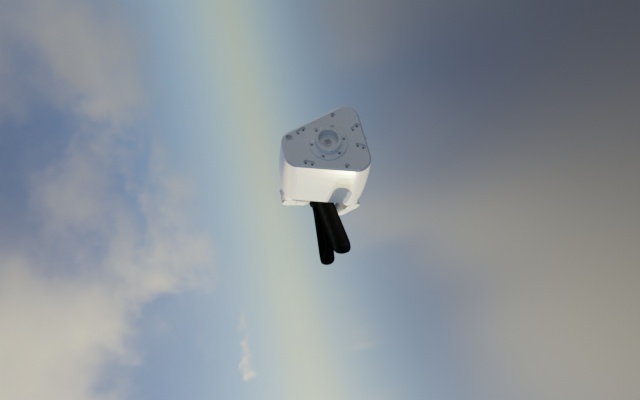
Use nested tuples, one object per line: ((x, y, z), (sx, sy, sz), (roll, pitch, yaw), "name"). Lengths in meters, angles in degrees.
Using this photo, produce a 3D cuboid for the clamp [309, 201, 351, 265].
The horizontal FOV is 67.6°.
((-0.001, 0.002, 0.762), (0.036, 0.210, 0.165), (-11, -19, -11), "clamp")
